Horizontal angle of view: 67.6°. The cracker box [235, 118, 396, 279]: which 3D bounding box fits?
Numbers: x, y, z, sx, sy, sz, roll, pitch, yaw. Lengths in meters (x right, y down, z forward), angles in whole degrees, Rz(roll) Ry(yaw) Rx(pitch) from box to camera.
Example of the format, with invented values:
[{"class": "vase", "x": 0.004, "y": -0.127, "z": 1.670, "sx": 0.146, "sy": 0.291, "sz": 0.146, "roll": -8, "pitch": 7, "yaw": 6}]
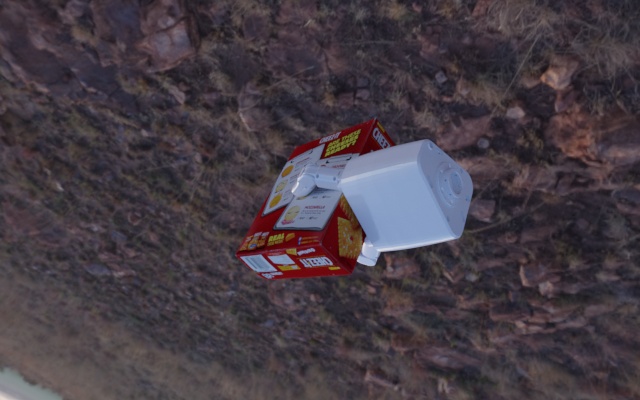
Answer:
[{"class": "cracker box", "x": 0.000, "y": 0.002, "z": 0.652, "sx": 0.164, "sy": 0.213, "sz": 0.072, "roll": -13, "pitch": -50, "yaw": 43}]
